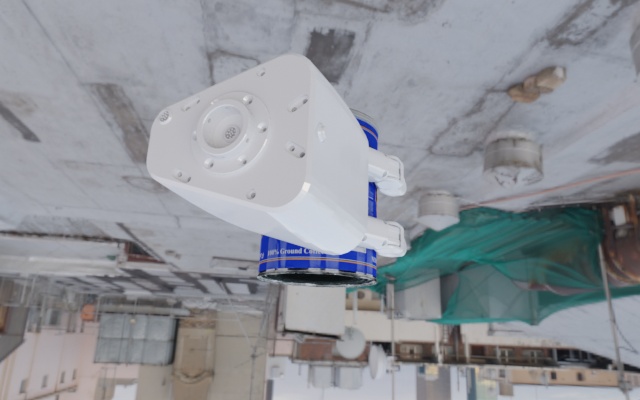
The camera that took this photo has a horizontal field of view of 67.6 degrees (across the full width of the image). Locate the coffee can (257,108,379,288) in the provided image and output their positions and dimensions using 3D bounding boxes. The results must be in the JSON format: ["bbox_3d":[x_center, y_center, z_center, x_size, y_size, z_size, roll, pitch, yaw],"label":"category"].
[{"bbox_3d":[0.000,0.001,0.424,0.103,0.140,0.103,2,-16,1],"label":"coffee can"}]
